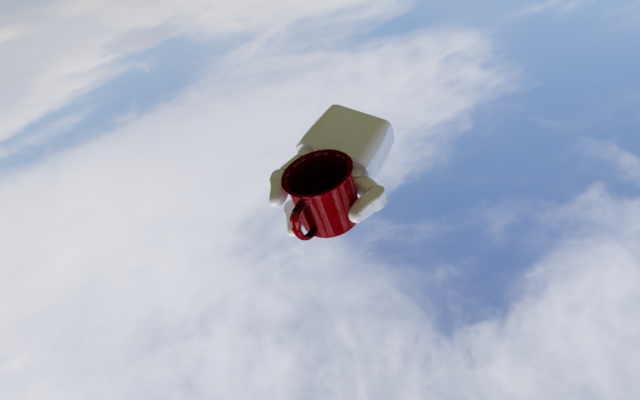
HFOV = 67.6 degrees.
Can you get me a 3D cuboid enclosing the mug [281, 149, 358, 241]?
[{"bbox_3d":[0.000,0.003,0.607,0.093,0.082,0.117,9,47,30],"label":"mug"}]
